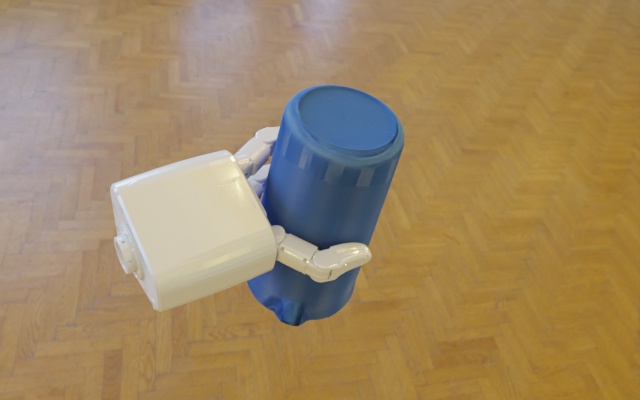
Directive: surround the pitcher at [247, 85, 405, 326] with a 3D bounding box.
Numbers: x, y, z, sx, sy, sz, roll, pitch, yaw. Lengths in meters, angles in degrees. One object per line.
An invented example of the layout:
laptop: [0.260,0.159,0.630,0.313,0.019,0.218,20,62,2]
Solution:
pitcher: [0.000,0.002,0.498,0.145,0.149,0.243,-20,-34,-31]
